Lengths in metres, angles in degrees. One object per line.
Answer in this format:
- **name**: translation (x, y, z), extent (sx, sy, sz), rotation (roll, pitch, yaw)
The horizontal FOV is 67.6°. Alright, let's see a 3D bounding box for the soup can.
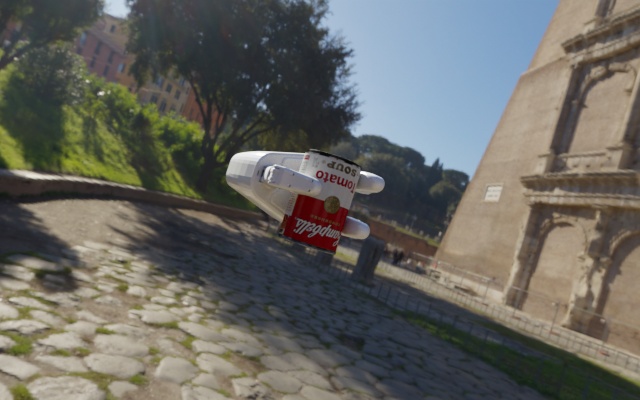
- **soup can**: translation (0.000, 0.001, 0.532), extent (0.068, 0.102, 0.068), rotation (18, -2, 1)
